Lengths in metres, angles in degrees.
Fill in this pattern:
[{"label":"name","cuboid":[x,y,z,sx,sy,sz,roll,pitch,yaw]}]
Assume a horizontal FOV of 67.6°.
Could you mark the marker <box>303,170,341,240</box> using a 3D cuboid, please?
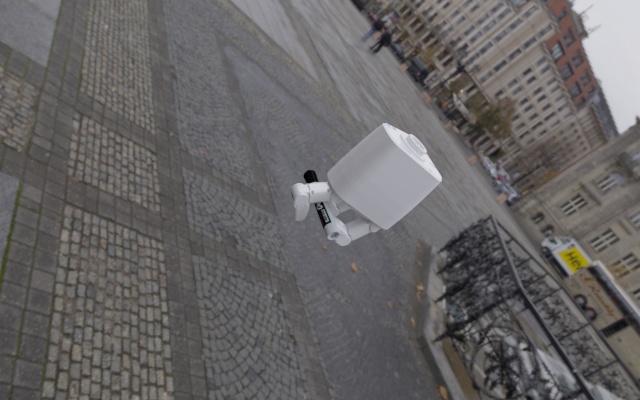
[{"label":"marker","cuboid":[0.000,0.002,0.653,0.020,0.121,0.020,-13,-40,-11]}]
